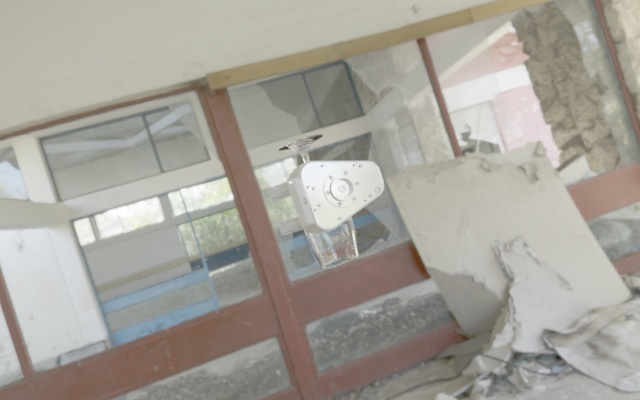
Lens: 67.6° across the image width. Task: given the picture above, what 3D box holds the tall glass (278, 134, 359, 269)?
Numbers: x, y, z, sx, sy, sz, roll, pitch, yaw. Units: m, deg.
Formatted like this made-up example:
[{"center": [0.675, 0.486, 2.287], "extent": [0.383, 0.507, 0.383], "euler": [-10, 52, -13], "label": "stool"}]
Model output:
[{"center": [0.000, 0.002, 0.750], "extent": [0.079, 0.201, 0.079], "euler": [-18, 0, 0], "label": "tall glass"}]
